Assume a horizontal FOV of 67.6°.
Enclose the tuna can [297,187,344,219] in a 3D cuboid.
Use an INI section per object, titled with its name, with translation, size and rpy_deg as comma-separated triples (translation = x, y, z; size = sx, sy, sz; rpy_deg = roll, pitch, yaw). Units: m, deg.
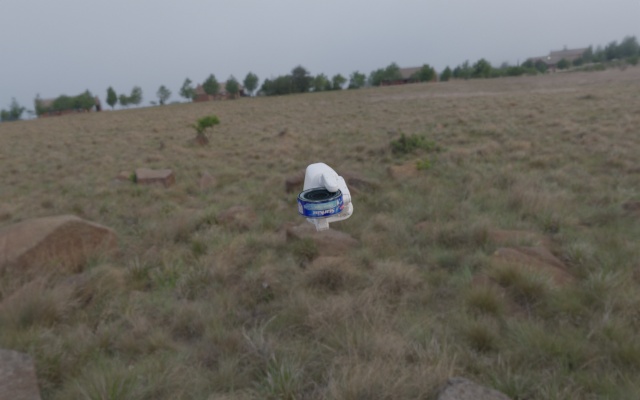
[tuna can]
translation = 0.000, 0.002, 0.885
size = 0.086, 0.034, 0.086
rpy_deg = -5, 19, 2
